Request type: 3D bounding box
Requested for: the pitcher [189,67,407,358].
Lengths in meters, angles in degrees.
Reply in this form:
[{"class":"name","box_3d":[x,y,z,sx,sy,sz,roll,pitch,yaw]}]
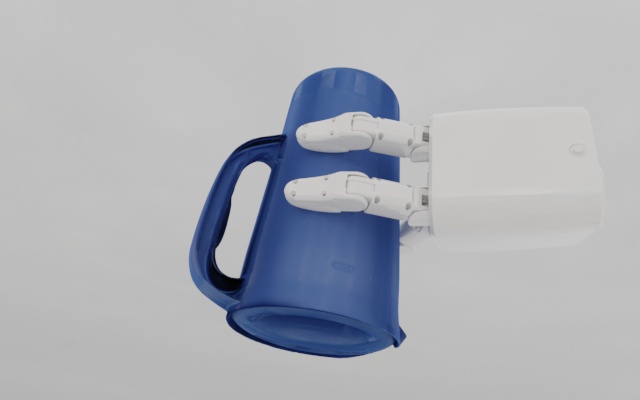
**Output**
[{"class":"pitcher","box_3d":[0.000,0.001,0.414,0.145,0.242,0.149,-3,-32,19]}]
